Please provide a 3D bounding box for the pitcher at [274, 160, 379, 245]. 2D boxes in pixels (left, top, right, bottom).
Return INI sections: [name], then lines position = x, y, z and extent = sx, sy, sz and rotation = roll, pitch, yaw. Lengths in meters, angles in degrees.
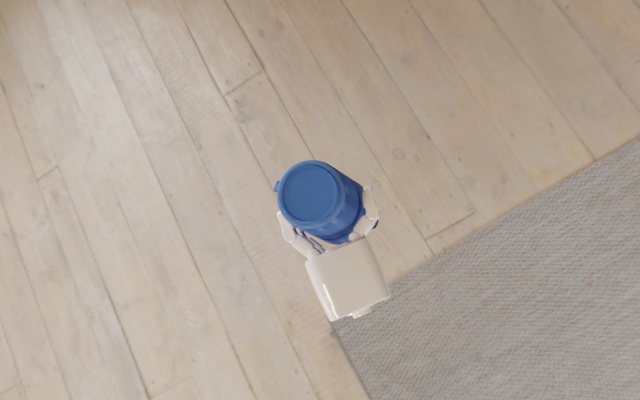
[pitcher]
position = 0.000, 0.003, 0.831
extent = 0.149, 0.145, 0.243
rotation = -25, -13, 9
